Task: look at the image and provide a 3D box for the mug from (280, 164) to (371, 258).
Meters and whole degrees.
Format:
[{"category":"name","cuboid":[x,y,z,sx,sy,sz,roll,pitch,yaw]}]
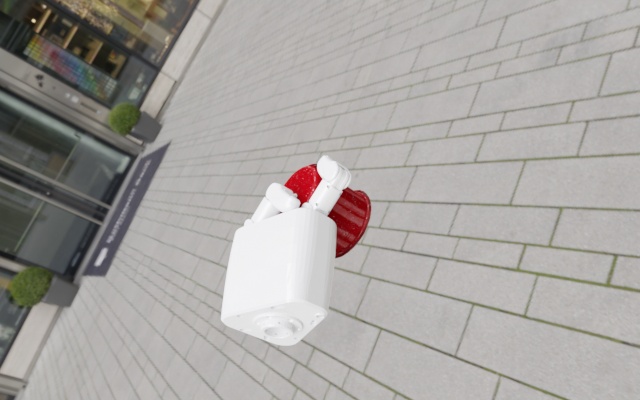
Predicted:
[{"category":"mug","cuboid":[0.000,0.001,0.577,0.081,0.117,0.093,31,-46,-29]}]
